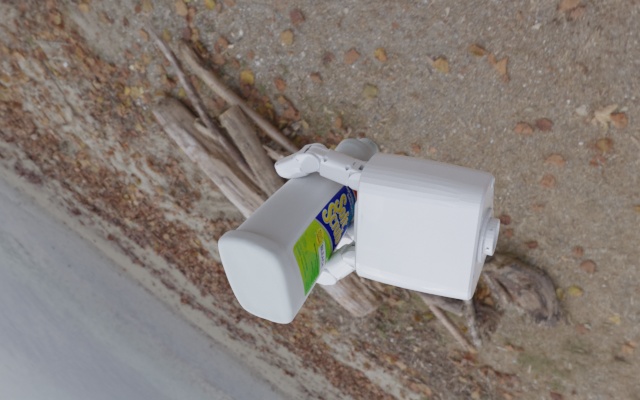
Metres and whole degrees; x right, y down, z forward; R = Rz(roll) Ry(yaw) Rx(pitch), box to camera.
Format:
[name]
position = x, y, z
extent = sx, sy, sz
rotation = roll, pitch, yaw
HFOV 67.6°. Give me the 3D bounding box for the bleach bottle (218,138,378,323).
[bleach bottle]
position = 0.000, 0.002, 0.497
extent = 0.068, 0.103, 0.250
rotation = 12, 41, 26
